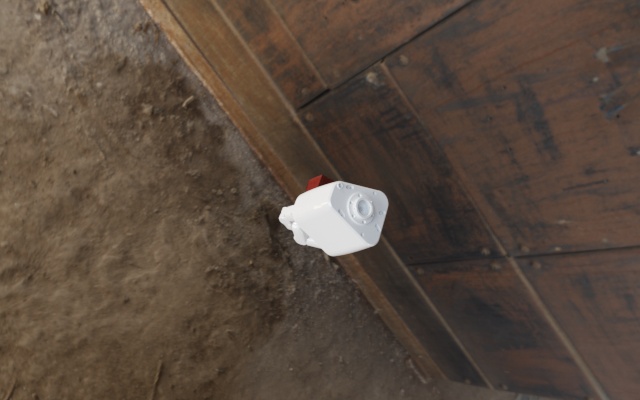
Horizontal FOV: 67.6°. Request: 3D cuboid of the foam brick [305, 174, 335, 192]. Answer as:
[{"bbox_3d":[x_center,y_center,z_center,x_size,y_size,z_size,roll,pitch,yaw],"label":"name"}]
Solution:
[{"bbox_3d":[0.000,0.002,0.843,0.053,0.078,0.051,29,-26,-22],"label":"foam brick"}]
